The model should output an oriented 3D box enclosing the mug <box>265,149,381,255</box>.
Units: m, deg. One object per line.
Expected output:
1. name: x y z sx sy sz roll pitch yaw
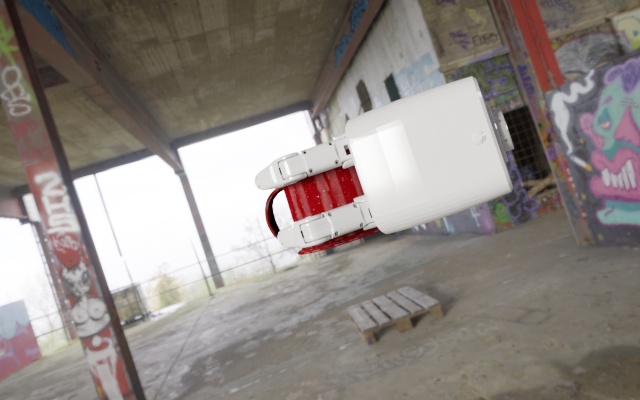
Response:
1. mug: -0.001 0.002 0.452 0.117 0.081 0.093 -18 -1 22
